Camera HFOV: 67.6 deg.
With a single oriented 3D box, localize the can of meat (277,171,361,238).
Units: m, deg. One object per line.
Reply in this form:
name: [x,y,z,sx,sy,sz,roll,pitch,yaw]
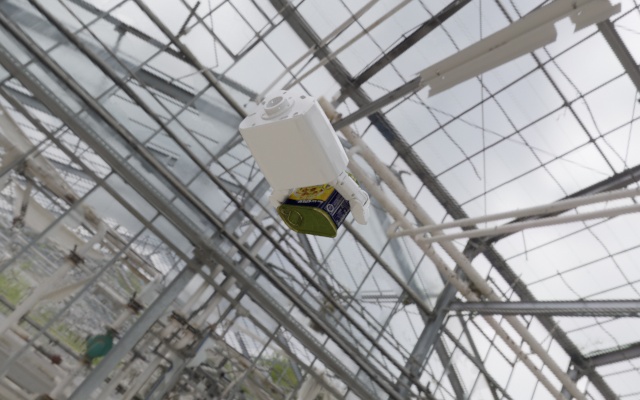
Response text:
can of meat: [0.000,0.002,0.702,0.102,0.057,0.084,4,47,43]
